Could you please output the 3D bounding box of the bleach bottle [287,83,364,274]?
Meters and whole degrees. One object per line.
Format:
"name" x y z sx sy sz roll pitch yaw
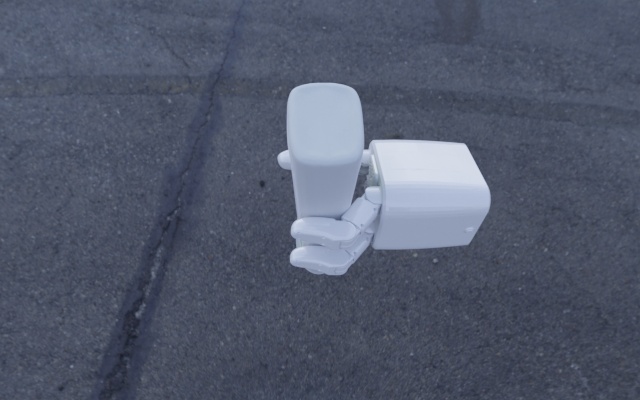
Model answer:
"bleach bottle" 0.000 0.002 0.516 0.068 0.102 0.251 -1 -34 -3
